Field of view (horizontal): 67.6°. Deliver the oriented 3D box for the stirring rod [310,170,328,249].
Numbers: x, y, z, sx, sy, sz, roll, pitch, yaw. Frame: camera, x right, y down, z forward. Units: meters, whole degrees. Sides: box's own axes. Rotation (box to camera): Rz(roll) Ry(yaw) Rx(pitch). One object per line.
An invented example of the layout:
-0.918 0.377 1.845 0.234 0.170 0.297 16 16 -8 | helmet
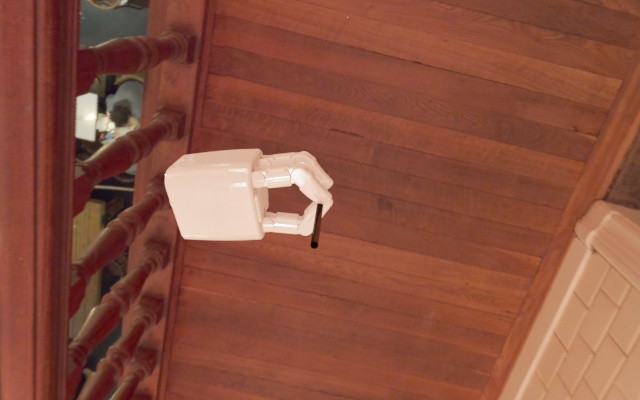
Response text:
0.000 0.002 0.590 0.011 0.011 0.239 0 21 3 | stirring rod
